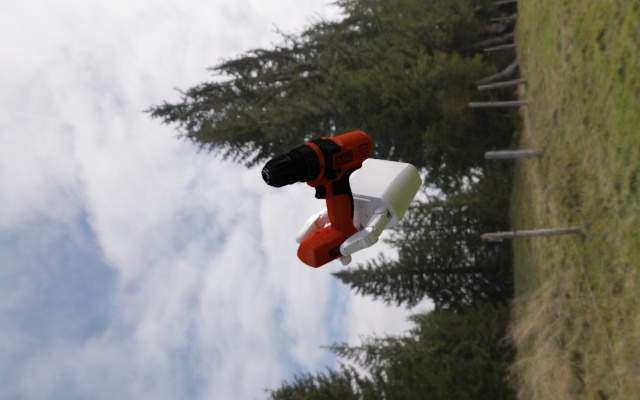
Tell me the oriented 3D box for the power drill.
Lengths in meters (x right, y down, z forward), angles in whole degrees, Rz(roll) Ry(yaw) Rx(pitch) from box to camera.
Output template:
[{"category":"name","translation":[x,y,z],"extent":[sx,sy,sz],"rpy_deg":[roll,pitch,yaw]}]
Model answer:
[{"category":"power drill","translation":[0.000,0.003,0.699],"extent":[0.184,0.188,0.057],"rpy_deg":[-21,34,-33]}]
